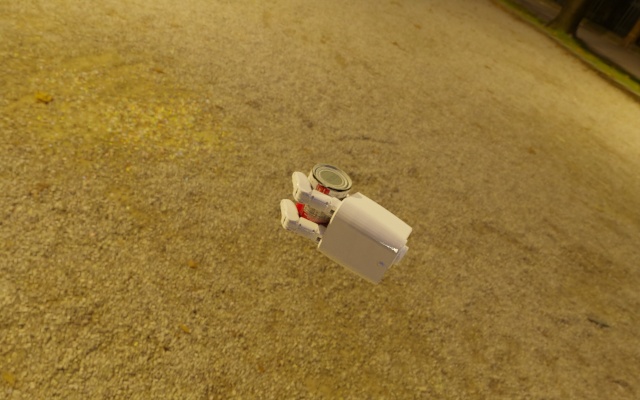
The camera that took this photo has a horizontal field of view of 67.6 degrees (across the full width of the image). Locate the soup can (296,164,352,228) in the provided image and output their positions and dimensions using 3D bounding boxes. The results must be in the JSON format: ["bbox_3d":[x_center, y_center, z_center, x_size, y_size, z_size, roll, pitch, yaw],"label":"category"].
[{"bbox_3d":[0.000,0.002,0.747,0.068,0.102,0.068,18,33,-12],"label":"soup can"}]
